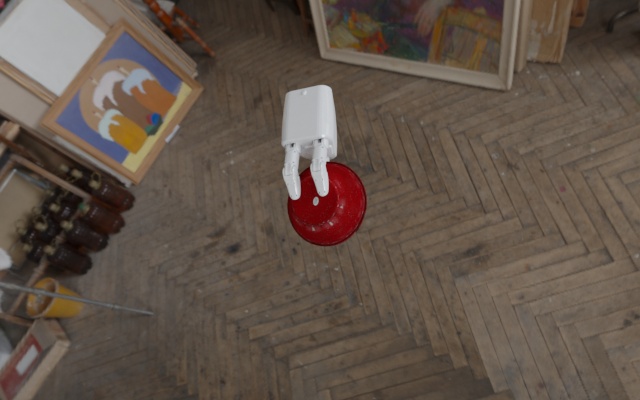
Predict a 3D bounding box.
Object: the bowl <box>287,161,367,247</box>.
[{"bbox_3d":[0.000,0.004,0.872,0.162,0.162,0.055,0,-6,23],"label":"bowl"}]
